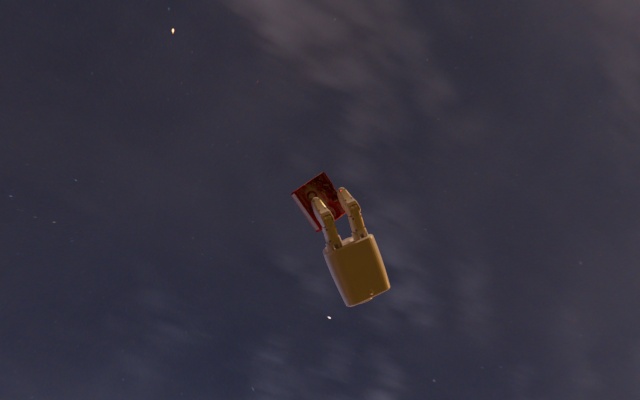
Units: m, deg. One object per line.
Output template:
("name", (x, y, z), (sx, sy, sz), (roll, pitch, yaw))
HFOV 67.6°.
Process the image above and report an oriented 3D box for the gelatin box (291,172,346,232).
("gelatin box", (0.000, 0.003, 0.893), (0.073, 0.089, 0.030), (-35, 0, -19))
